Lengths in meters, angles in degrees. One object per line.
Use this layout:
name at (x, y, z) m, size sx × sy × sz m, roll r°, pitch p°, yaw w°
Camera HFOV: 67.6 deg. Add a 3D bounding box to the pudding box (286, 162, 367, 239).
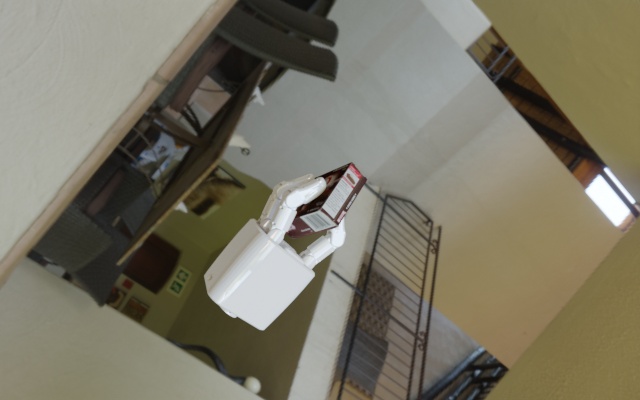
pudding box at (0.000, 0.002, 0.651) m, size 0.039 × 0.090 × 0.113 m, roll 46°, pitch -33°, yaw -20°
